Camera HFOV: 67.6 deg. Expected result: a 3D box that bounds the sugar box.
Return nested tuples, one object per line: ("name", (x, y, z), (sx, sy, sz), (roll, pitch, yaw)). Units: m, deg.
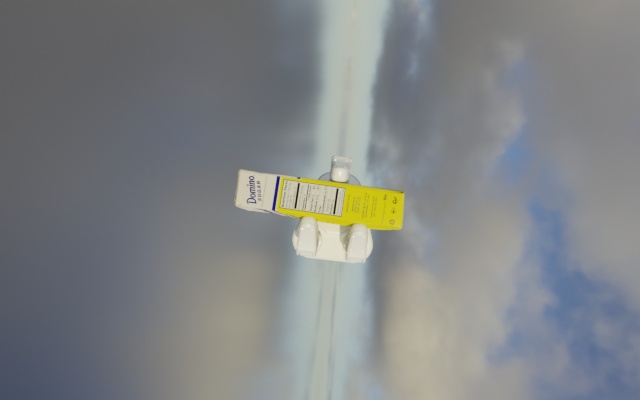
("sugar box", (0.000, 0.002, 0.536), (0.176, 0.048, 0.093), (5, -5, 2))
